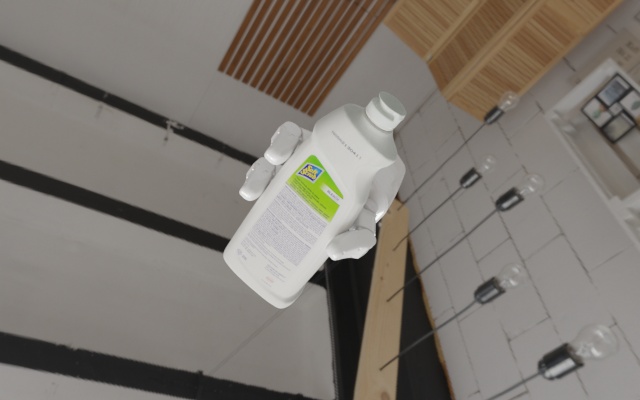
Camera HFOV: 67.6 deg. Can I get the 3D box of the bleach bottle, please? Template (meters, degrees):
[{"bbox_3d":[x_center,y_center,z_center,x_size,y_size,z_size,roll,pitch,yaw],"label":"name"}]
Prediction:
[{"bbox_3d":[0.000,0.002,0.474,0.251,0.102,0.068,-49,1,34],"label":"bleach bottle"}]
